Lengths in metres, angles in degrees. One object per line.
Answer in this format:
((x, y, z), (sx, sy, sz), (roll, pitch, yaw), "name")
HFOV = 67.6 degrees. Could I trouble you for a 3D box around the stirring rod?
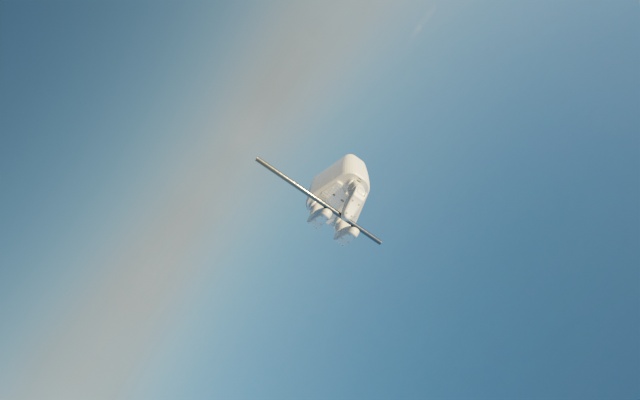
((0.000, 0.002, 0.749), (0.239, 0.011, 0.011), (34, -8, -12), "stirring rod")
